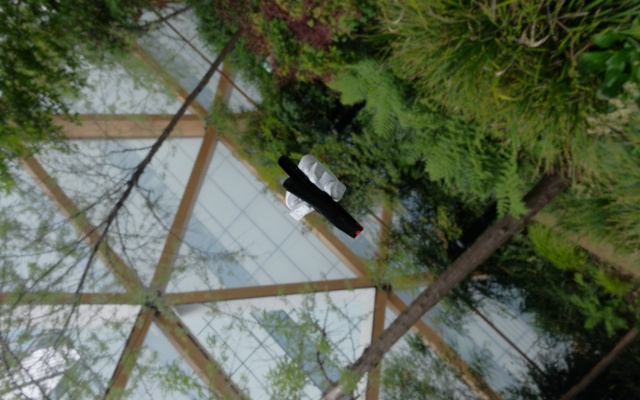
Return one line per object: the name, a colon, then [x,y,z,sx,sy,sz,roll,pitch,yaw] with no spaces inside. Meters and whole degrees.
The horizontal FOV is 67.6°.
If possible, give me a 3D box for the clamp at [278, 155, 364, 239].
clamp: [0.000,0.004,0.890,0.210,0.036,0.164,42,11,-13]
